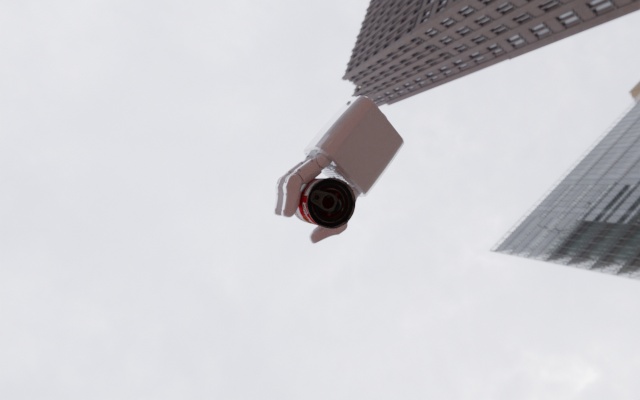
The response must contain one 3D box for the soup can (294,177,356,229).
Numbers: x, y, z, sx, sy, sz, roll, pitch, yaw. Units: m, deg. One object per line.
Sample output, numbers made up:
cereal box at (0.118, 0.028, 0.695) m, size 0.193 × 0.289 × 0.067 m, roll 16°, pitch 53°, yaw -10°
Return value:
soup can at (0.000, 0.003, 0.676) m, size 0.068 × 0.068 × 0.102 m, roll 0°, pitch 1°, yaw -17°
